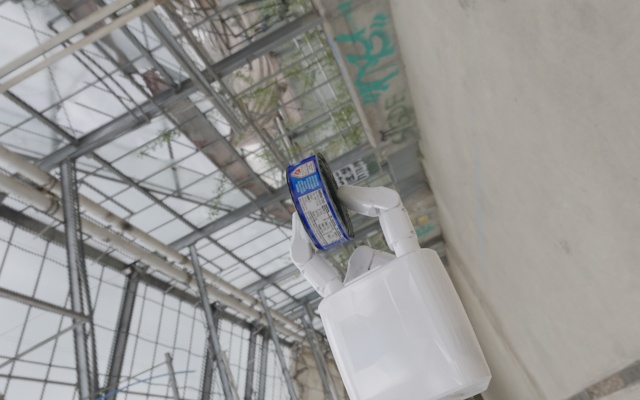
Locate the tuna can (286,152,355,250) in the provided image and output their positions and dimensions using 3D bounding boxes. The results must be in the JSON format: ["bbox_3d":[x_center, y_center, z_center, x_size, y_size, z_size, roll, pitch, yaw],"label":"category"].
[{"bbox_3d":[0.000,0.002,0.439,0.034,0.086,0.086,-22,-3,8],"label":"tuna can"}]
